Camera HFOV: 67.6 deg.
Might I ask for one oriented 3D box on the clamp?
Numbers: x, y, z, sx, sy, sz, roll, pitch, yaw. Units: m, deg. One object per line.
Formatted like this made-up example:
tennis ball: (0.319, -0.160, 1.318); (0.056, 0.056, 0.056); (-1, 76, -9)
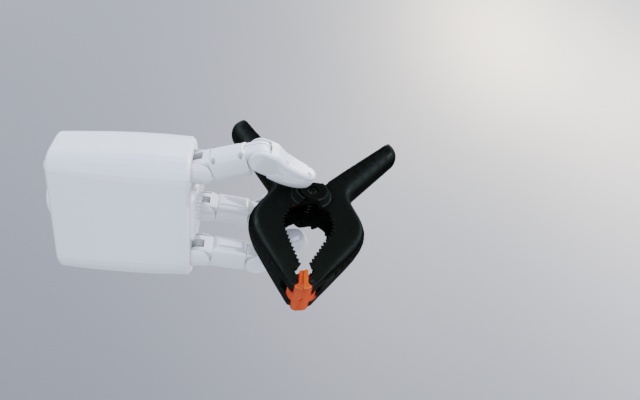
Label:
clamp: (0.000, 0.001, 0.416); (0.164, 0.036, 0.209); (4, 42, -9)
